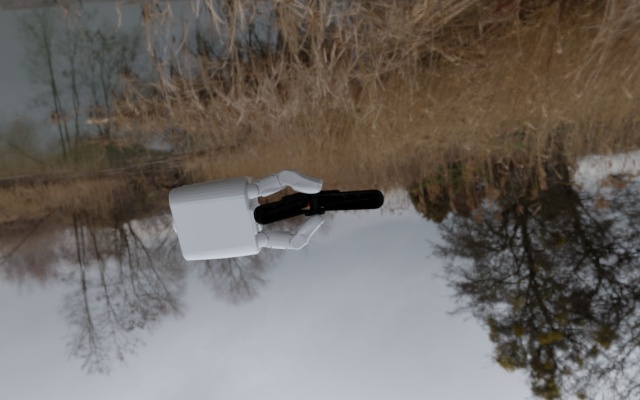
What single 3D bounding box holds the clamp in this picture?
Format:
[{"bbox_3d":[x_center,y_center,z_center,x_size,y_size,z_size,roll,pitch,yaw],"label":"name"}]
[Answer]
[{"bbox_3d":[0.000,0.003,0.683,0.164,0.036,0.210,-6,4,2],"label":"clamp"}]
